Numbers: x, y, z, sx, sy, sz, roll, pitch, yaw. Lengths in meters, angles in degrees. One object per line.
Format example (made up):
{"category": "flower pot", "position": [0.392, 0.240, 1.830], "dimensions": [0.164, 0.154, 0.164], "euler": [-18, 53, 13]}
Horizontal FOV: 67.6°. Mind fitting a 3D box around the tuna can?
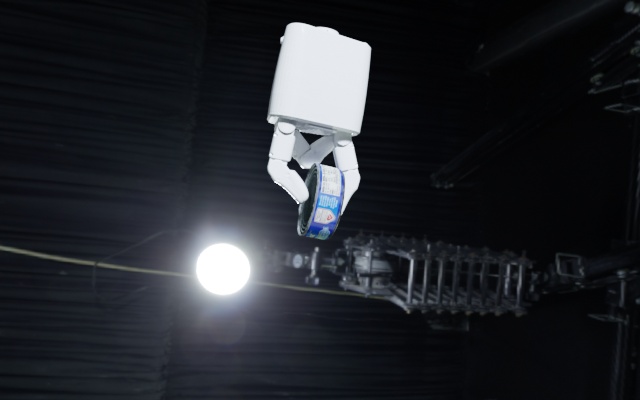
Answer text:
{"category": "tuna can", "position": [0.001, 0.002, 0.553], "dimensions": [0.034, 0.086, 0.086], "euler": [12, -3, -12]}
